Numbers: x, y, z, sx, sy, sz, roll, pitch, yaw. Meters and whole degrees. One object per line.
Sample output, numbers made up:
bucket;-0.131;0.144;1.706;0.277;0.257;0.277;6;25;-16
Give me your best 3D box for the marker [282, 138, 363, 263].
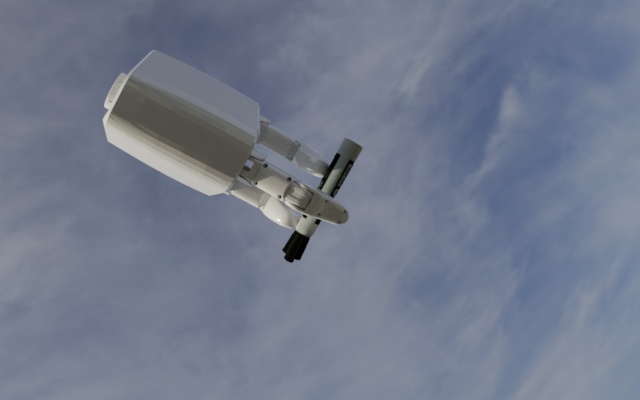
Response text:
marker;0.000;0.001;0.424;0.020;0.121;0.020;29;4;-2
